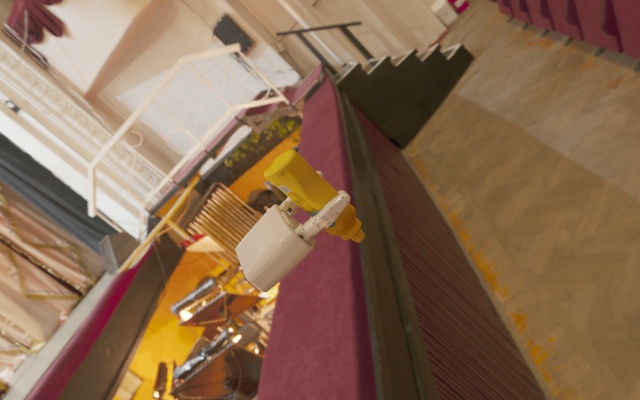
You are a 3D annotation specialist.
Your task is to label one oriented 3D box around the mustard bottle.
[{"bbox_3d":[0.000,0.002,0.771,0.192,0.058,0.096,43,-20,-16],"label":"mustard bottle"}]
